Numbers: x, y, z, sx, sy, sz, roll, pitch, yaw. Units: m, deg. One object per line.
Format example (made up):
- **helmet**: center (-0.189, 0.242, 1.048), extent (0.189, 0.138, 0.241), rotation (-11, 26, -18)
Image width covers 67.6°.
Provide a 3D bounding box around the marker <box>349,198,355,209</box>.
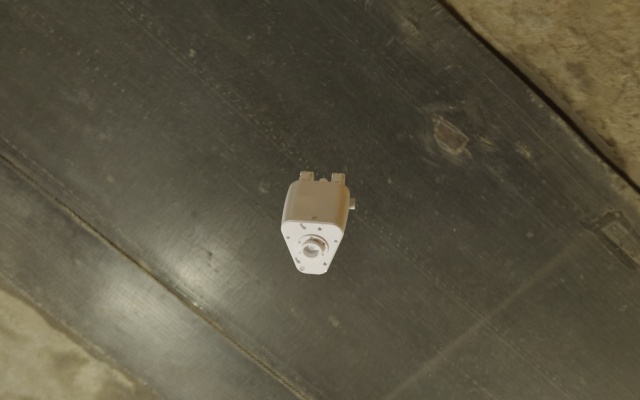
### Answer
- **marker**: center (0.000, 0.003, 0.837), extent (0.121, 0.020, 0.020), rotation (3, 0, 5)
